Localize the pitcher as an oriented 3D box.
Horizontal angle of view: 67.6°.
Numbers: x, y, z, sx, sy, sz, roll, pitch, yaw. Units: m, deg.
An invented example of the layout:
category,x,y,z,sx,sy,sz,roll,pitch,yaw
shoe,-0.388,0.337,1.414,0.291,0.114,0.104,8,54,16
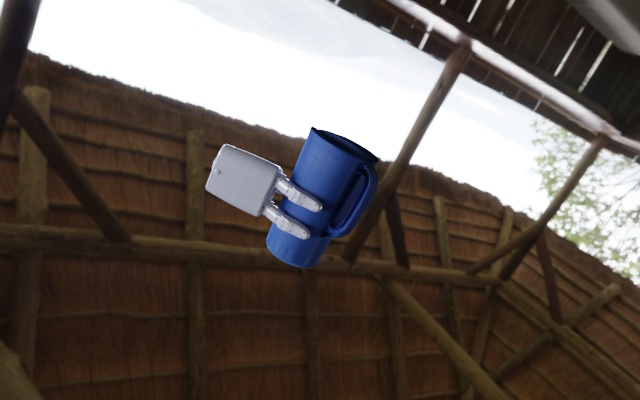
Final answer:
category,x,y,z,sx,sy,sz,roll,pitch,yaw
pitcher,0.000,0.003,0.860,0.145,0.243,0.149,25,17,-2
